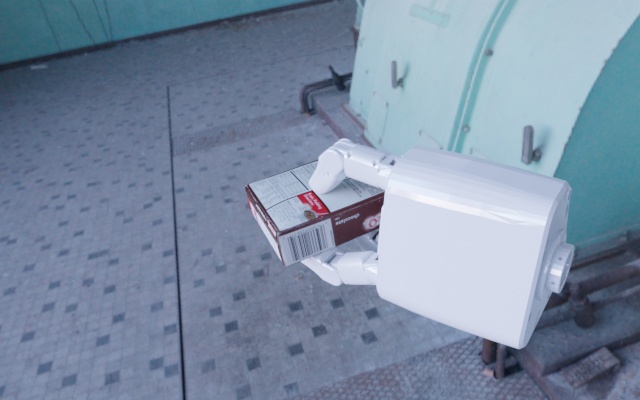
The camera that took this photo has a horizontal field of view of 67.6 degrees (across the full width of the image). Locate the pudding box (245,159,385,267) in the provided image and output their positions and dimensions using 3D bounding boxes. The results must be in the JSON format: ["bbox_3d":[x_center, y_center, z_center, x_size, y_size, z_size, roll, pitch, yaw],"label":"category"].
[{"bbox_3d":[0.000,0.001,0.428,0.113,0.039,0.090,-19,35,-17],"label":"pudding box"}]
